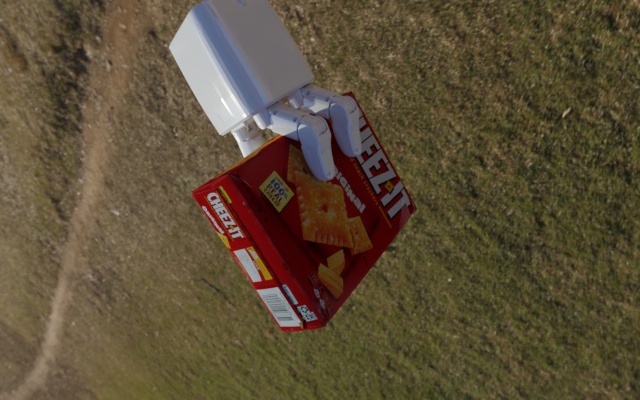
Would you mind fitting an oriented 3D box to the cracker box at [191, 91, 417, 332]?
[{"bbox_3d":[0.000,0.002,0.495,0.072,0.164,0.213,-19,17,44],"label":"cracker box"}]
